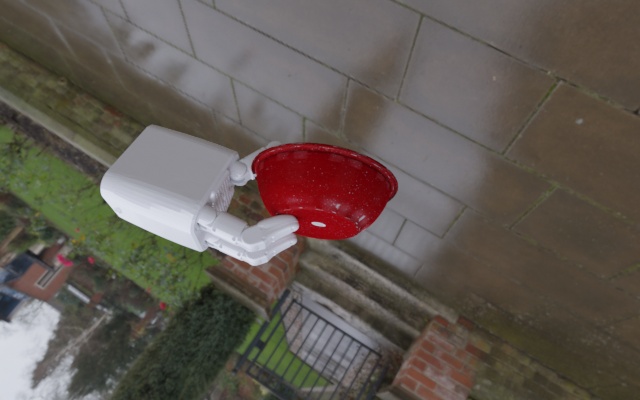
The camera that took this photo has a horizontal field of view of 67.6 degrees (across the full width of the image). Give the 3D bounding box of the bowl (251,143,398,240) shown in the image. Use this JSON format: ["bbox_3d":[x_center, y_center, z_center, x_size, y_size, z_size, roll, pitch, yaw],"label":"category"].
[{"bbox_3d":[0.001,0.002,0.512,0.162,0.055,0.162,8,-23,3],"label":"bowl"}]
